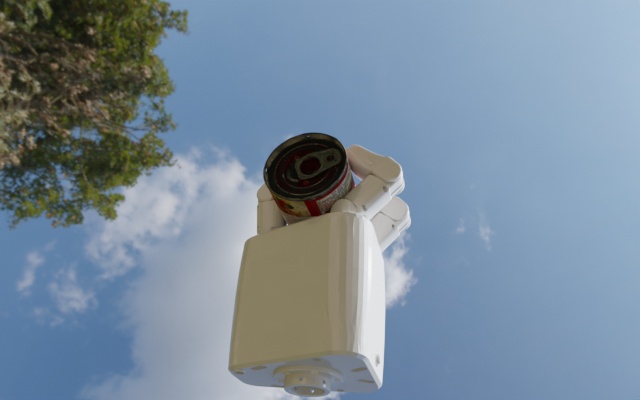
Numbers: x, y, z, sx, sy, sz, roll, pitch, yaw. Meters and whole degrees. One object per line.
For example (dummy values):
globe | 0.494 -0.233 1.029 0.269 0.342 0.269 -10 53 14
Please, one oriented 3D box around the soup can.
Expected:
soup can | 0.000 0.001 0.409 0.068 0.068 0.102 0 -36 18
